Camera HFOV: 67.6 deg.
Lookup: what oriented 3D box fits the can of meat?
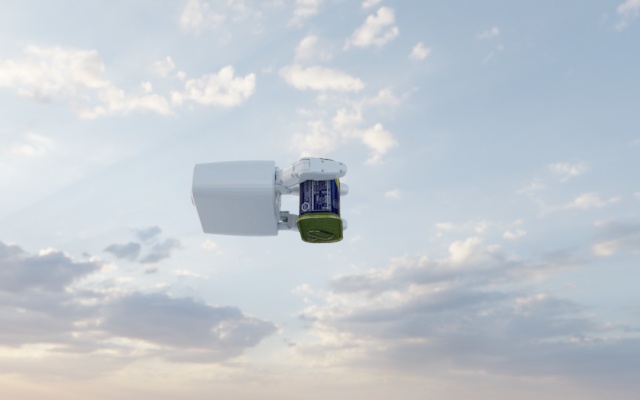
[{"bbox_3d":[0.000,0.002,0.633,0.057,0.084,0.102,-2,-23,3],"label":"can of meat"}]
